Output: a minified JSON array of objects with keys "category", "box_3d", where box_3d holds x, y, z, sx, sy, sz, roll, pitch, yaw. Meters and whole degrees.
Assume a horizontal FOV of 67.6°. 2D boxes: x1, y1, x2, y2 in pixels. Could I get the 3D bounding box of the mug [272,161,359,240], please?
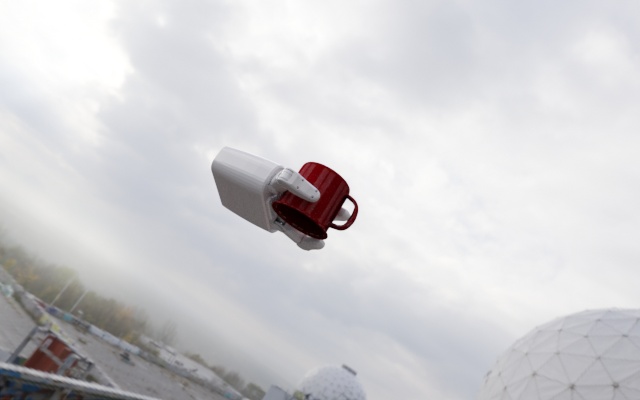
[{"category":"mug","box_3d":[0.001,0.003,0.685,0.117,0.081,0.093,23,-21,25]}]
